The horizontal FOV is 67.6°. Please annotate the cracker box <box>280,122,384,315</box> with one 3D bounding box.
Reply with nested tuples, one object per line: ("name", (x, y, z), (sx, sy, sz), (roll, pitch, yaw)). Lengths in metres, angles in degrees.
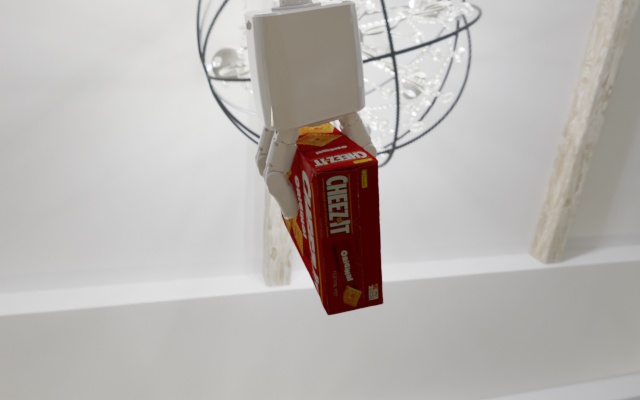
("cracker box", (0.000, 0.002, 0.554), (0.072, 0.164, 0.213), (-11, 25, -12))
